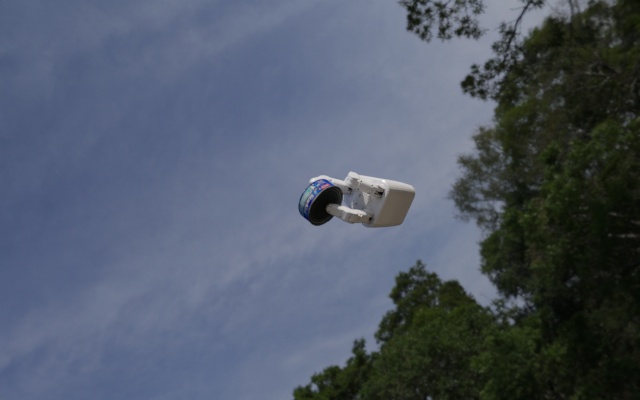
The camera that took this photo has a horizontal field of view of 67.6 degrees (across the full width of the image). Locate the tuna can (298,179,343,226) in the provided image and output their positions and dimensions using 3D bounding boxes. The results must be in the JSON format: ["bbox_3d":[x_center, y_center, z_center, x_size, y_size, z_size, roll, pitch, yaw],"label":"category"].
[{"bbox_3d":[0.000,0.003,0.893,0.033,0.086,0.086,37,23,34],"label":"tuna can"}]
